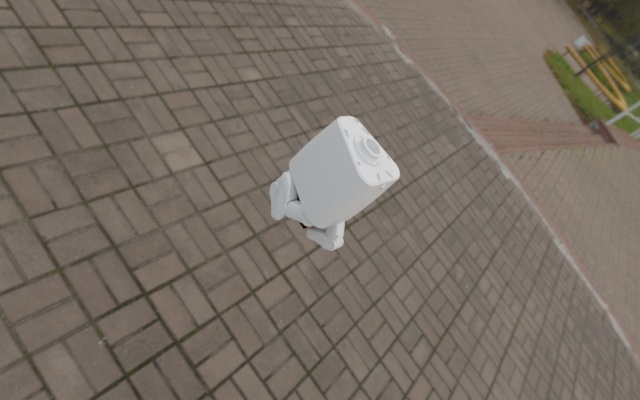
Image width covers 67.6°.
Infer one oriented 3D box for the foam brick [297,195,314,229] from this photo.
[{"bbox_3d":[0.000,0.002,0.723,0.051,0.053,0.078,-41,-15,36],"label":"foam brick"}]
